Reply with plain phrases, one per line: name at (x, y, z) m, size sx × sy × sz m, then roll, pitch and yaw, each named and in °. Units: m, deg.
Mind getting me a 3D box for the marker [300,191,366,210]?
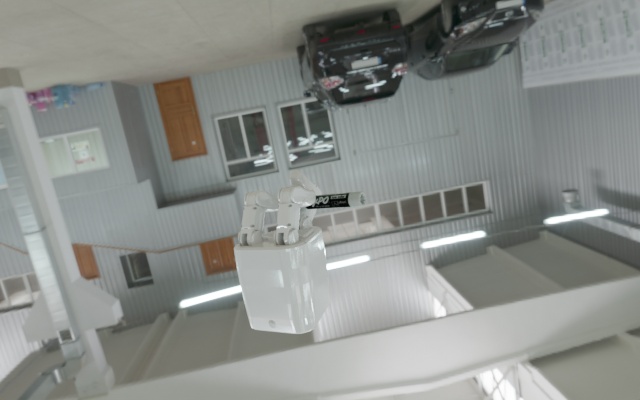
marker at (0.000, 0.002, 0.602) m, size 0.121 × 0.020 × 0.020 m, roll -4°, pitch -2°, yaw 33°
